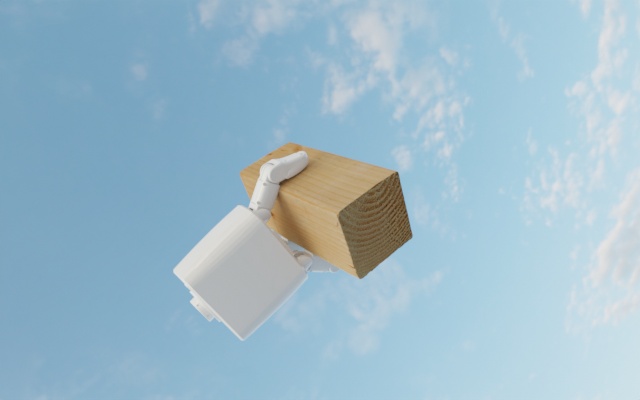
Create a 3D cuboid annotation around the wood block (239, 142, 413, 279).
[{"bbox_3d":[0.000,0.002,0.580,0.090,0.091,0.206,-34,33,-25],"label":"wood block"}]
